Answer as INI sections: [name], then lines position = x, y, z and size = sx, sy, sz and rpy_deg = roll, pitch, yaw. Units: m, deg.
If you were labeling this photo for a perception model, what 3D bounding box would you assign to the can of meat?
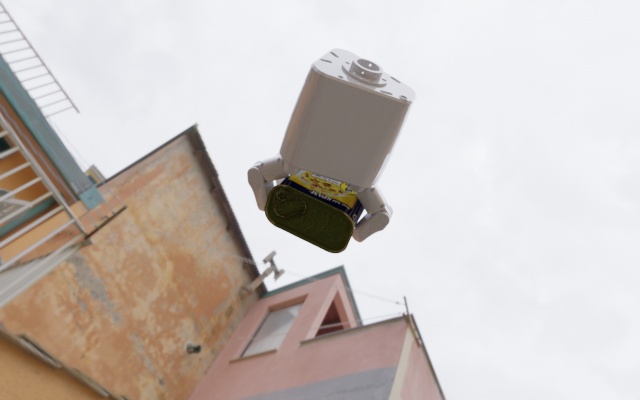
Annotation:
[can of meat]
position = 0.000, 0.002, 0.551
size = 0.102, 0.057, 0.084
rpy_deg = 25, 35, 7
